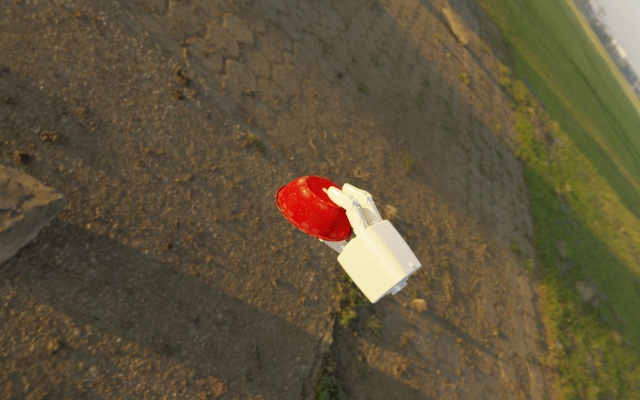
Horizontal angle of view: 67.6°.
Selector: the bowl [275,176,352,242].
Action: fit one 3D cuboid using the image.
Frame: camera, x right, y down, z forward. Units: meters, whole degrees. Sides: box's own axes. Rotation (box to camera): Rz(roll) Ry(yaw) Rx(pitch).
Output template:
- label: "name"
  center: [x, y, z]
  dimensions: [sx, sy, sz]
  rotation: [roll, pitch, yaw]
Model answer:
- label: "bowl"
  center: [-0.001, 0.002, 0.889]
  dimensions: [0.162, 0.055, 0.162]
  rotation: [24, 28, -13]
